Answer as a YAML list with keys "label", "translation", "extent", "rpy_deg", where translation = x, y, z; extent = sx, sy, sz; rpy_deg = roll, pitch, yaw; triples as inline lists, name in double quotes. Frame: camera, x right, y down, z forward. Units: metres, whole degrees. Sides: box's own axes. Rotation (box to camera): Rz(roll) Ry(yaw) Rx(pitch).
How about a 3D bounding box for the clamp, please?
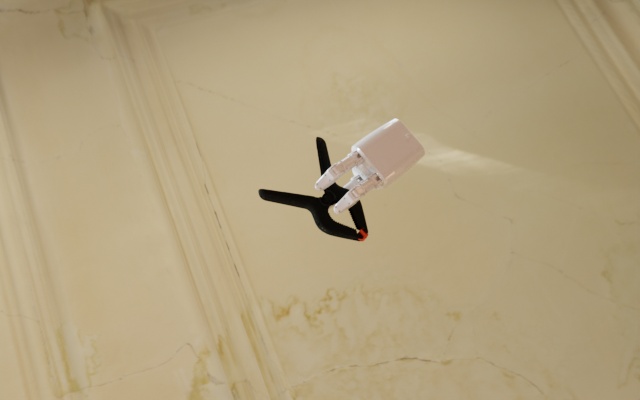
- label: "clamp"
  translation: [0.001, 0.003, 0.883]
  extent: [0.164, 0.210, 0.036]
  rpy_deg: [-37, -9, -12]
